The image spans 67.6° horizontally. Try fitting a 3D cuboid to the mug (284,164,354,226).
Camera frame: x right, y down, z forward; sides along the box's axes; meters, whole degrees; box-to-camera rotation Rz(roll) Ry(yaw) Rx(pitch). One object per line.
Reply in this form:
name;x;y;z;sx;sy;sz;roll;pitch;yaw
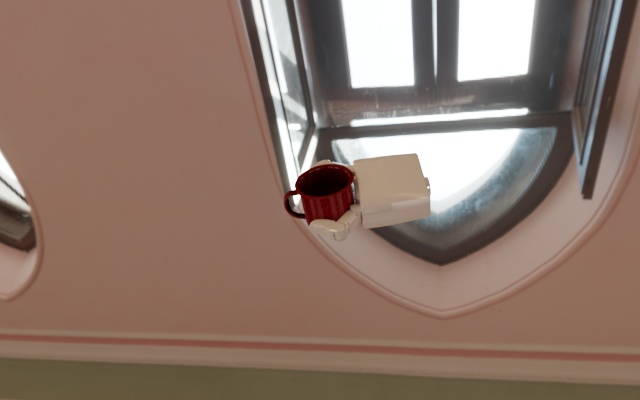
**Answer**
mug;-0.001;0.003;0.760;0.117;0.082;0.093;-9;36;4
